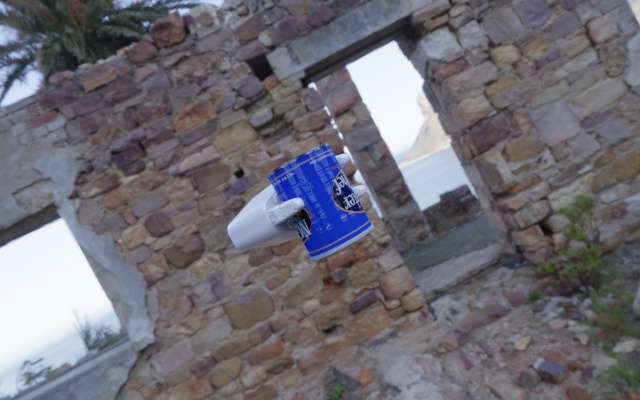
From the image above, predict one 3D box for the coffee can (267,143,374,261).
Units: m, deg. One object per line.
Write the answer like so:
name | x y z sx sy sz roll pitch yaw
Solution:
coffee can | 0.000 0.002 0.693 0.103 0.140 0.103 -28 1 1
